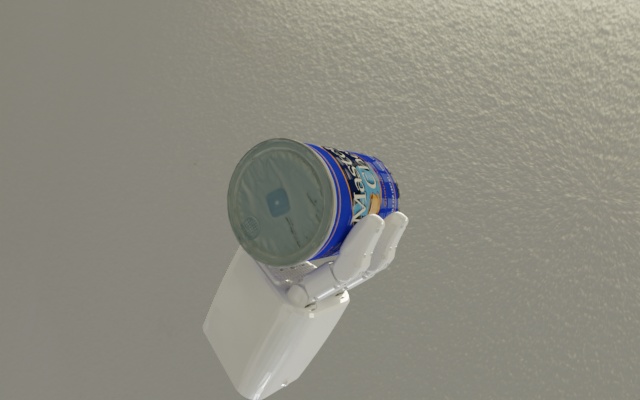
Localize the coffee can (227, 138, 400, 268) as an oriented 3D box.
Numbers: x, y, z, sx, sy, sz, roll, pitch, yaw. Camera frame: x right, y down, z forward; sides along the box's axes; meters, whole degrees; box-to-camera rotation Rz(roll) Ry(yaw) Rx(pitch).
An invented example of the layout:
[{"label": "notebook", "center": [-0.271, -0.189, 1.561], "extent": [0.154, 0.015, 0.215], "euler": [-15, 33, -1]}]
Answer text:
[{"label": "coffee can", "center": [0.000, 0.001, 0.436], "extent": [0.103, 0.103, 0.140], "euler": [0, 0, 30]}]
